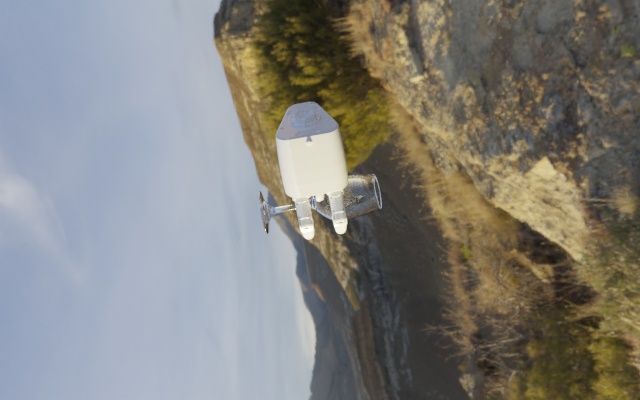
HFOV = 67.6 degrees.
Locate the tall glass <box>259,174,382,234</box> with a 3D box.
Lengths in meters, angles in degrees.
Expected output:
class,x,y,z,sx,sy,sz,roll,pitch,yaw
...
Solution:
class,x,y,z,sx,sy,sz,roll,pitch,yaw
tall glass,-0.001,0.003,0.816,0.201,0.079,0.079,-10,0,-1
